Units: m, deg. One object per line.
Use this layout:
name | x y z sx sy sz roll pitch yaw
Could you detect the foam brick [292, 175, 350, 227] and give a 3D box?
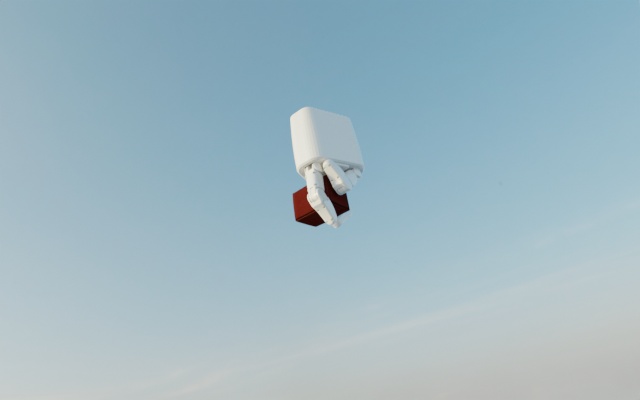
foam brick | 0.000 0.003 0.786 0.078 0.051 0.053 -28 -31 31
